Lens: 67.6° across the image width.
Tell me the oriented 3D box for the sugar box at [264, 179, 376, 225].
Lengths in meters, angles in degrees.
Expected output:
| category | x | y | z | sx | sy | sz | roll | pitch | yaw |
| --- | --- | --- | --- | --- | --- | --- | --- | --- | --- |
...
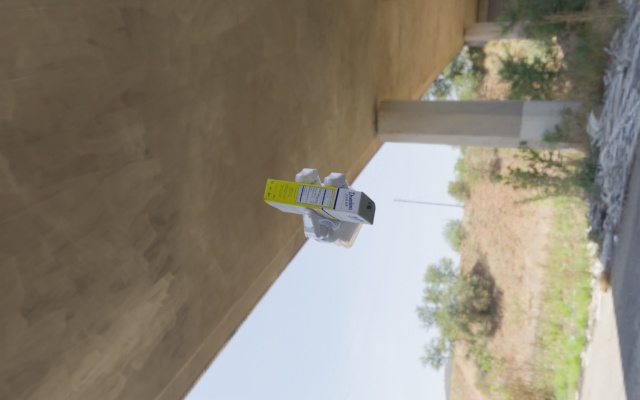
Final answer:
| category | x | y | z | sx | sy | sz | roll | pitch | yaw |
| --- | --- | --- | --- | --- | --- | --- | --- | --- | --- |
| sugar box | 0.000 | 0.002 | 0.825 | 0.176 | 0.048 | 0.093 | 6 | -12 | 22 |
